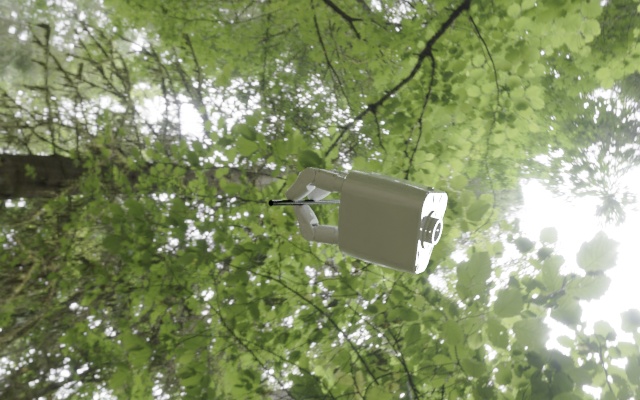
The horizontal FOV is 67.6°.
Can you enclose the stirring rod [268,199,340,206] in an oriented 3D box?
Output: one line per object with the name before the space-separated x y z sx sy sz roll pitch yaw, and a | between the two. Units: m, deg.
stirring rod | 0.000 0.002 0.701 0.011 0.011 0.239 0 0 31
